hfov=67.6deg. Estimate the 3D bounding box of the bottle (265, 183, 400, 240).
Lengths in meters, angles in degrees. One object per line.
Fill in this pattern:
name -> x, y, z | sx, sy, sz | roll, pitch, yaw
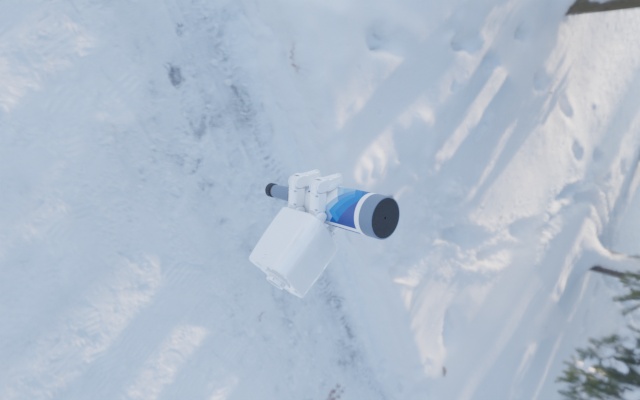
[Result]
bottle -> 0.000, 0.003, 0.818 | 0.069, 0.069, 0.295 | 0, 9, -42
